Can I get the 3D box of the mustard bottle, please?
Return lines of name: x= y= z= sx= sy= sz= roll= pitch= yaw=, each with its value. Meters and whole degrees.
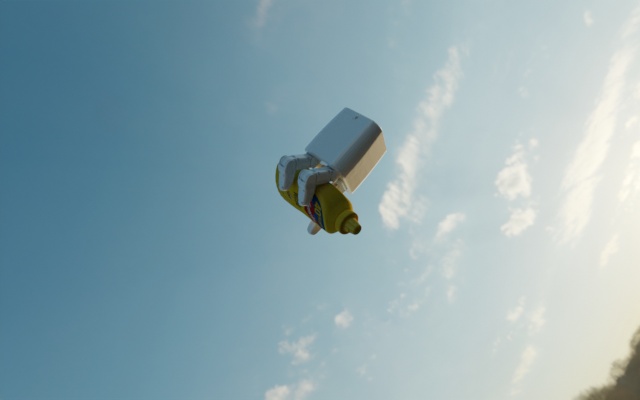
mustard bottle: x=0.000 y=0.003 z=0.809 sx=0.058 sy=0.096 sz=0.191 roll=-32 pitch=46 yaw=-25
